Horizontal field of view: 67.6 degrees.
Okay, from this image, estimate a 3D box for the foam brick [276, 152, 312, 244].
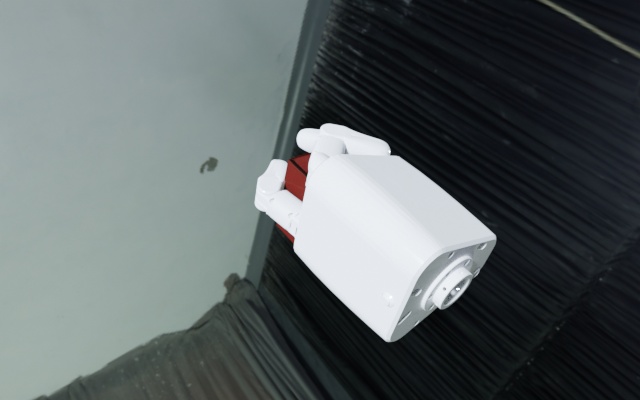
[{"bbox_3d":[0.000,0.002,0.424,0.053,0.078,0.051,-21,50,-36],"label":"foam brick"}]
